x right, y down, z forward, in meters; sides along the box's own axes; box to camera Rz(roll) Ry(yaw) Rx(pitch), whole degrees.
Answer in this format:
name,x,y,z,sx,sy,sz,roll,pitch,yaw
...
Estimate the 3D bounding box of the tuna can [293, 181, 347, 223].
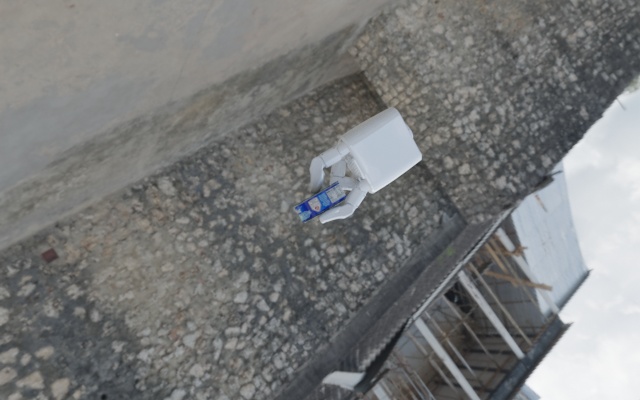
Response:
name,x,y,z,sx,sy,sz,roll,pitch,yaw
tuna can,0.000,0.003,0.792,0.086,0.034,0.086,-30,1,0
